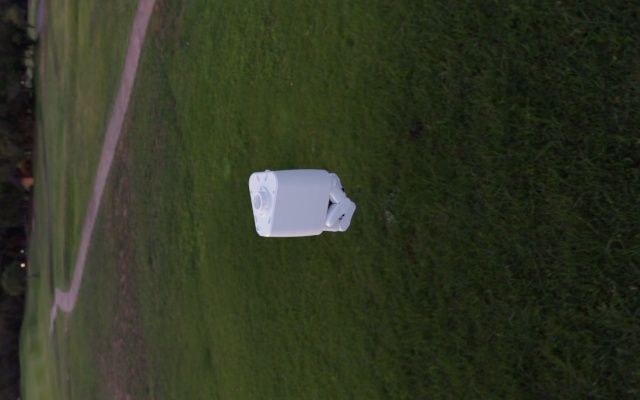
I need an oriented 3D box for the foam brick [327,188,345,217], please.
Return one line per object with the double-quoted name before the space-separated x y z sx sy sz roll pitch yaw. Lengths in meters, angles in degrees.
"foam brick" 0.000 0.003 0.864 0.051 0.053 0.078 -2 2 -36
